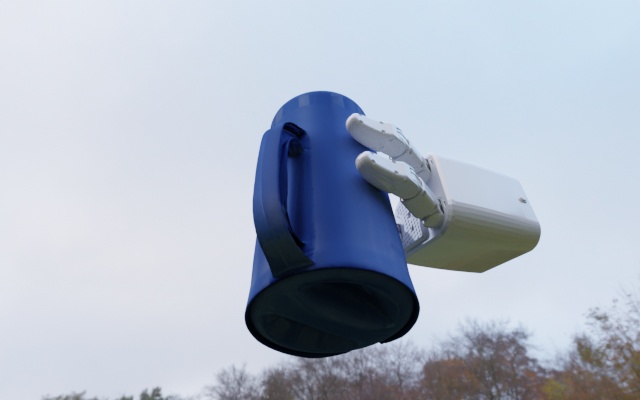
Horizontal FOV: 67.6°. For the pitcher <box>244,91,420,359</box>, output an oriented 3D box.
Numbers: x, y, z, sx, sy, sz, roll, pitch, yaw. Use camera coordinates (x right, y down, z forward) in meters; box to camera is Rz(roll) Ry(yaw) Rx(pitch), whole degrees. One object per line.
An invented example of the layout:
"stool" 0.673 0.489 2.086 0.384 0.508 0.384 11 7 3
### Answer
"pitcher" 0.000 0.001 0.433 0.145 0.242 0.149 11 -45 -15
